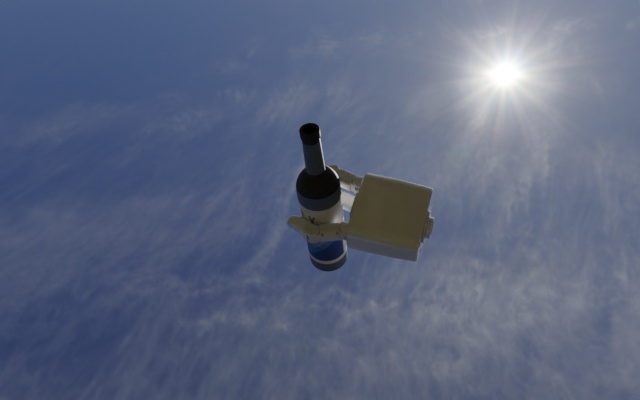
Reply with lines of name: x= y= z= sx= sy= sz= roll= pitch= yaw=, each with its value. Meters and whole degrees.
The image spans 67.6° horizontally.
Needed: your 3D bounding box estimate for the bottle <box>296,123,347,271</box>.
bottle: x=0.000 y=0.003 z=0.736 sx=0.069 sy=0.069 sz=0.296 roll=0 pitch=-41 yaw=8
